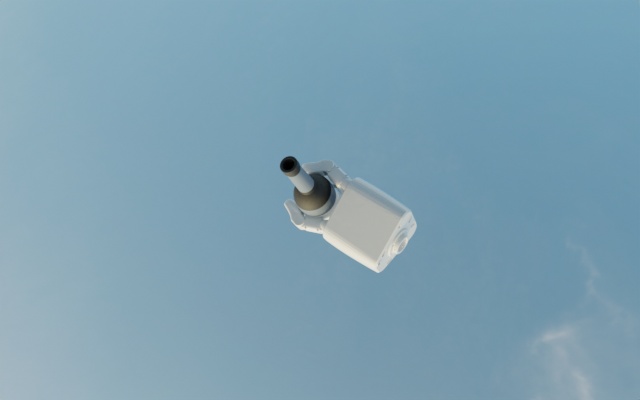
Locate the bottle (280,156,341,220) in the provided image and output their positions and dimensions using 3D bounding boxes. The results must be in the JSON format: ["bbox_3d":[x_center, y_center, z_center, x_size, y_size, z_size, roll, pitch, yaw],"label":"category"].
[{"bbox_3d":[0.000,0.003,0.813,0.069,0.069,0.296,0,-22,20],"label":"bottle"}]
